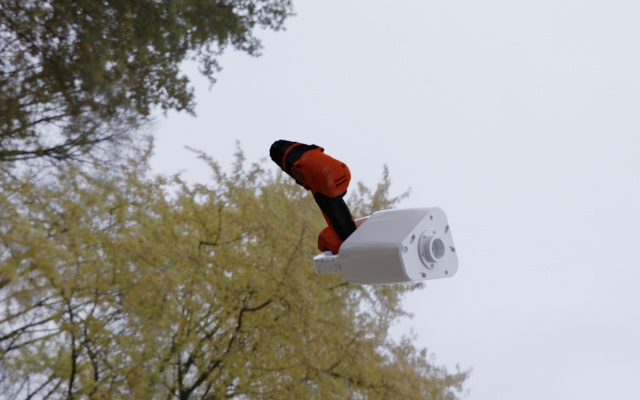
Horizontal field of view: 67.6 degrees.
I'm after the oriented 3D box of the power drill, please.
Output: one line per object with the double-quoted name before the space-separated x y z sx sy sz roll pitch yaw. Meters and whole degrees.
"power drill" 0.000 0.003 0.700 0.057 0.188 0.184 -34 32 -15
